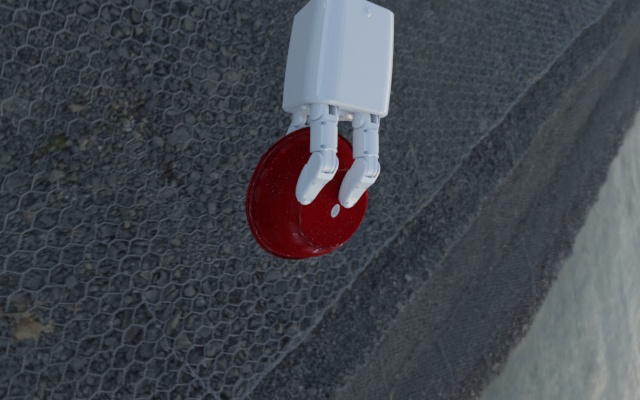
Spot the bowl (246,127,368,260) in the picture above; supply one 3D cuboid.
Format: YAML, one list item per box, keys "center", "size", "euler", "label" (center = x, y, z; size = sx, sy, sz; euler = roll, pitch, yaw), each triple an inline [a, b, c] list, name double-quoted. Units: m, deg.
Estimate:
- center: [0.000, 0.003, 0.536]
  size: [0.162, 0.162, 0.055]
  euler: [0, 18, -37]
  label: "bowl"
